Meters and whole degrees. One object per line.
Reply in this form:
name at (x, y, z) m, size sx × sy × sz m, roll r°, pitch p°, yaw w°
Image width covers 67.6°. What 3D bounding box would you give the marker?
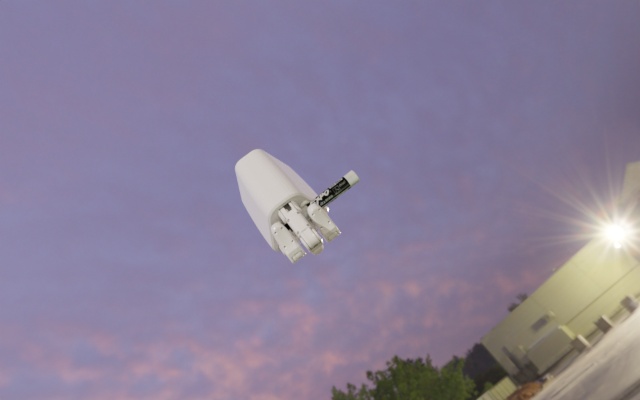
marker at (0.000, 0.002, 0.643) m, size 0.121 × 0.020 × 0.020 m, roll -37°, pitch 4°, yaw -6°
